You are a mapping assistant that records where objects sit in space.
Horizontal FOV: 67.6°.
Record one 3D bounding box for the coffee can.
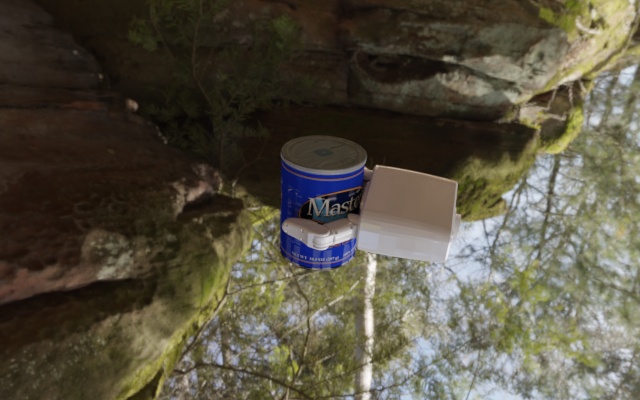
[{"bbox_3d":[0.000,0.002,0.602,0.103,0.140,0.102,3,29,-2],"label":"coffee can"}]
